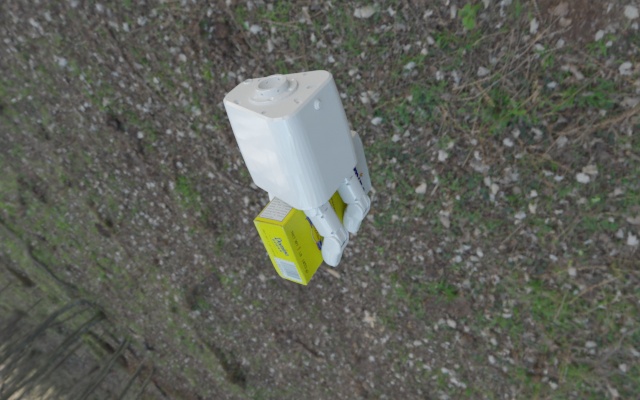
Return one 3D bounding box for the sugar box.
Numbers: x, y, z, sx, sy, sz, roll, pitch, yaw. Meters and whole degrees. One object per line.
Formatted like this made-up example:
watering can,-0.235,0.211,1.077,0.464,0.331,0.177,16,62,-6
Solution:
sugar box,0.000,0.002,0.560,0.048,0.093,0.176,12,47,33
